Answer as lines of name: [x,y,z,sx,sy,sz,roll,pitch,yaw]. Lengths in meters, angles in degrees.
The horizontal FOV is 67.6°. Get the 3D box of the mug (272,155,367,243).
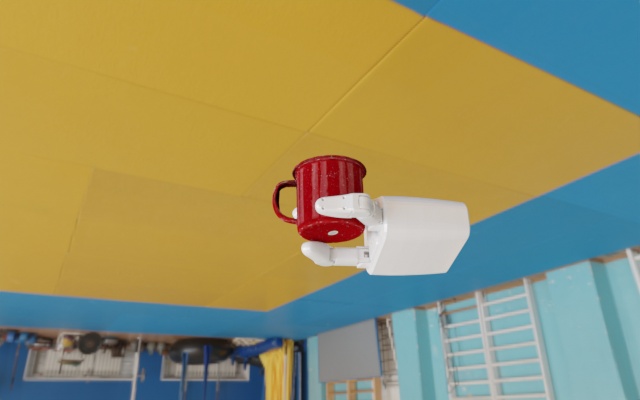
mug: [-0.001,0.002,0.579,0.117,0.081,0.093,1,-24,-6]
